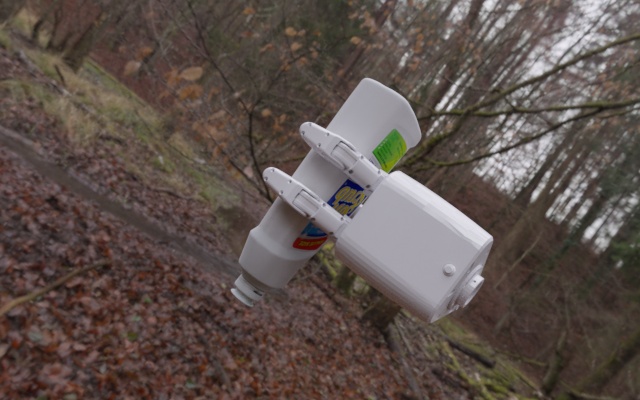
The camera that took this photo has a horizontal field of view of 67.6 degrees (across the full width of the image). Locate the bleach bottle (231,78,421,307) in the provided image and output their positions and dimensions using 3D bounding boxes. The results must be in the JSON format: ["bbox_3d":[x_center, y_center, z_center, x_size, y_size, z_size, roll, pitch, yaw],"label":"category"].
[{"bbox_3d":[0.000,0.002,0.493,0.068,0.251,0.102,37,-2,26],"label":"bleach bottle"}]
